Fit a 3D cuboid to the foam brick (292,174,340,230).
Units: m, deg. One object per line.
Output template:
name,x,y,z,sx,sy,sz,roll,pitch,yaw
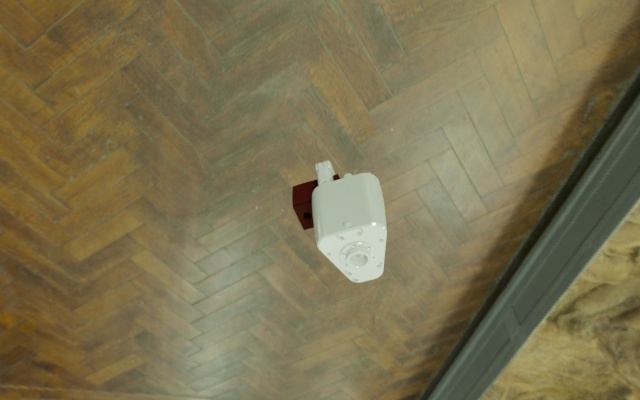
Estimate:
foam brick,0.000,0.002,0.736,0.078,0.053,0.051,-16,39,10
